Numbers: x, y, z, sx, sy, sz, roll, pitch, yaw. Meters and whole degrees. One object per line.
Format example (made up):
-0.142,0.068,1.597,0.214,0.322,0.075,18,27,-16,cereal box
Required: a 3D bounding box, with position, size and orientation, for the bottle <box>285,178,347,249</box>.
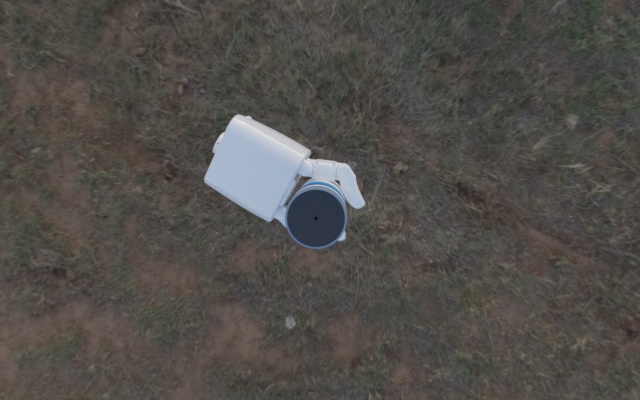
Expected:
0.000,0.002,0.652,0.069,0.069,0.295,0,7,2,bottle
